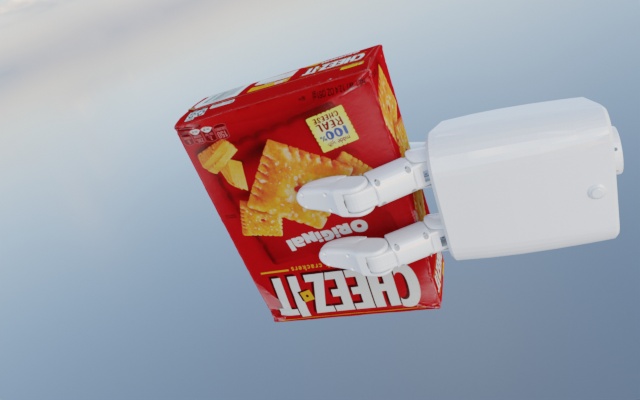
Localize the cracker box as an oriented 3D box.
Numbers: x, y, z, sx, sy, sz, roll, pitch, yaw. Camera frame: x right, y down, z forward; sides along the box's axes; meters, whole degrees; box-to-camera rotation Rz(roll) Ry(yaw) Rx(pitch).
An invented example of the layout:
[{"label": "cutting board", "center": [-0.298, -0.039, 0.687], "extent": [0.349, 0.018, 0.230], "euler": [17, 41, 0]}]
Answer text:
[{"label": "cracker box", "center": [0.000, 0.001, 0.403], "extent": [0.164, 0.214, 0.072], "euler": [-10, 28, 22]}]
